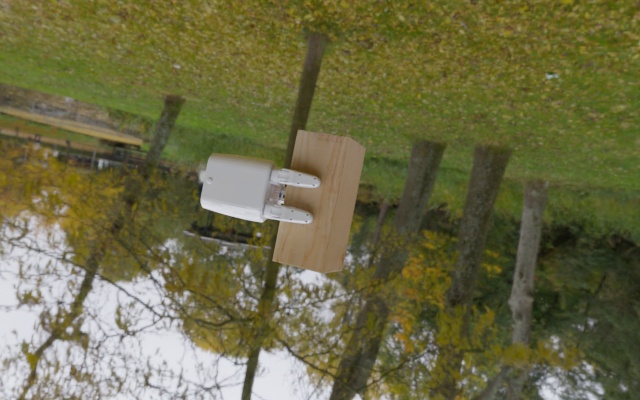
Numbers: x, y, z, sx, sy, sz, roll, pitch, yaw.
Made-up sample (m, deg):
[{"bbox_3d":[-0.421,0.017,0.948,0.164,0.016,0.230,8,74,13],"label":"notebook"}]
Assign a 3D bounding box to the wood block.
[{"bbox_3d":[0.000,0.003,0.758,0.090,0.206,0.091,11,0,21],"label":"wood block"}]
